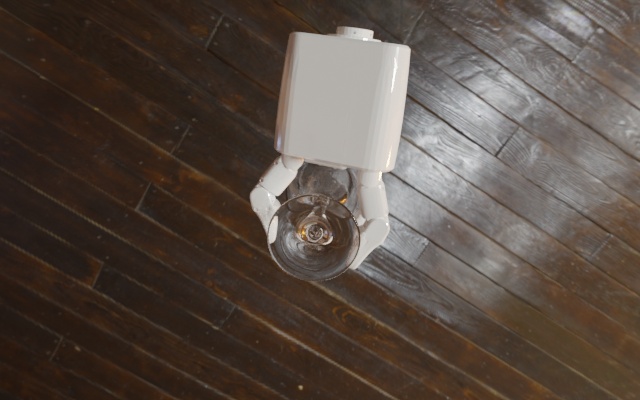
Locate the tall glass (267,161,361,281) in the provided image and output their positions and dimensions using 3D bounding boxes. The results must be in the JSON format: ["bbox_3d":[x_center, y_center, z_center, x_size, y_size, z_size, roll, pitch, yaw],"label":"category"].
[{"bbox_3d":[0.000,0.002,0.471,0.079,0.079,0.201,0,16,3],"label":"tall glass"}]
